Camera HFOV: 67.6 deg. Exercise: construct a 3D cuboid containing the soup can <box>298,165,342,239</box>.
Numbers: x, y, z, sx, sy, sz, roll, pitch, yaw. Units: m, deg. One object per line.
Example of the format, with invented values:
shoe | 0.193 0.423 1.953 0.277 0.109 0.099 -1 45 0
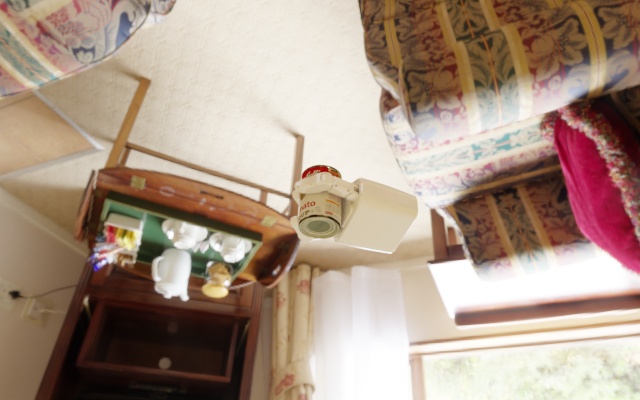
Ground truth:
soup can | 0.000 0.003 0.769 0.068 0.102 0.069 2 -35 1
